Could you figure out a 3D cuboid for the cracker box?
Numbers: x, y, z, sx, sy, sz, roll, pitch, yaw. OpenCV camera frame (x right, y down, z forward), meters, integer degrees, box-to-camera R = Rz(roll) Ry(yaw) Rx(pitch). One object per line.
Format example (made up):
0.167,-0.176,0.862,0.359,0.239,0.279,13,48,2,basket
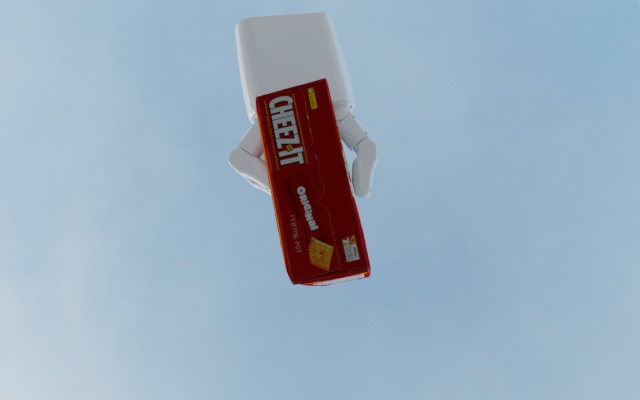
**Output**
0.000,0.002,0.483,0.072,0.164,0.214,-13,-11,4,cracker box
